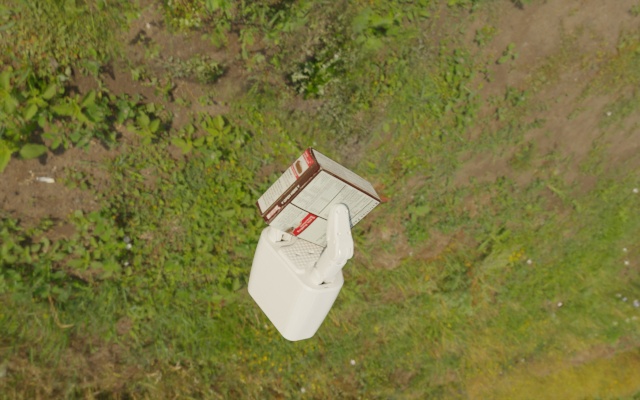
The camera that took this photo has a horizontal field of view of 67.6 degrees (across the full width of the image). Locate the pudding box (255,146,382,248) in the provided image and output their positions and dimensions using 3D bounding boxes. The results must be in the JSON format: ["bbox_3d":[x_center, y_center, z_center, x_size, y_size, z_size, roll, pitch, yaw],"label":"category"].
[{"bbox_3d":[0.000,0.002,0.527,0.090,0.039,0.113,-45,-40,18],"label":"pudding box"}]
